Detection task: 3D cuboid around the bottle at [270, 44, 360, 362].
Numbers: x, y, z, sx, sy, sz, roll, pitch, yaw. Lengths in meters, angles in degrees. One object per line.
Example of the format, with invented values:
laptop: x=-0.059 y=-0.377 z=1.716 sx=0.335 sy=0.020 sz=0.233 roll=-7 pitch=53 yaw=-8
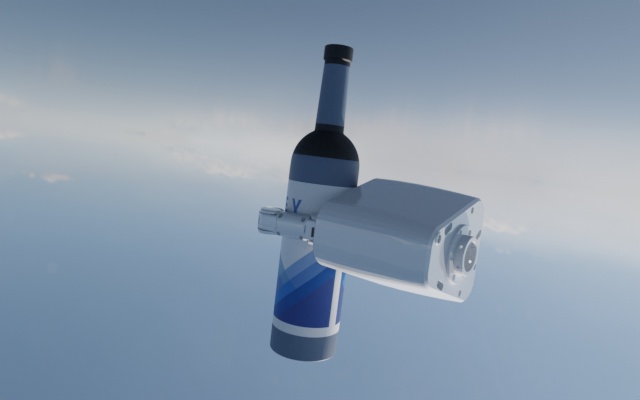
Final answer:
bottle: x=0.000 y=0.002 z=0.463 sx=0.069 sy=0.296 sz=0.069 roll=7 pitch=6 yaw=-1
